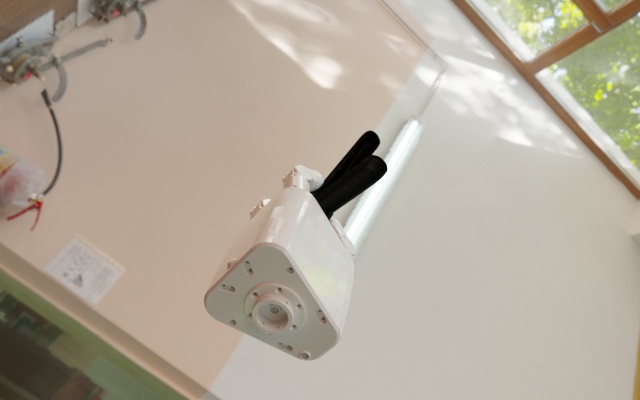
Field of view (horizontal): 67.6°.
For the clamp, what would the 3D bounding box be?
[{"bbox_3d":[0.000,0.003,0.555,0.210,0.036,0.164,-44,9,22],"label":"clamp"}]
